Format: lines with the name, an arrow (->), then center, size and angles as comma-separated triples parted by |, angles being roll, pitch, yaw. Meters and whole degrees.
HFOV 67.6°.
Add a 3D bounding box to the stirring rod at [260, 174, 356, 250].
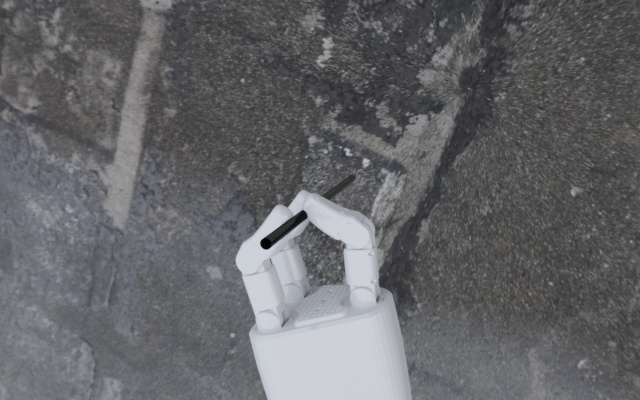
stirring rod -> 0.000, 0.001, 0.414 | 0.011, 0.011, 0.239 | 0, 13, 17
